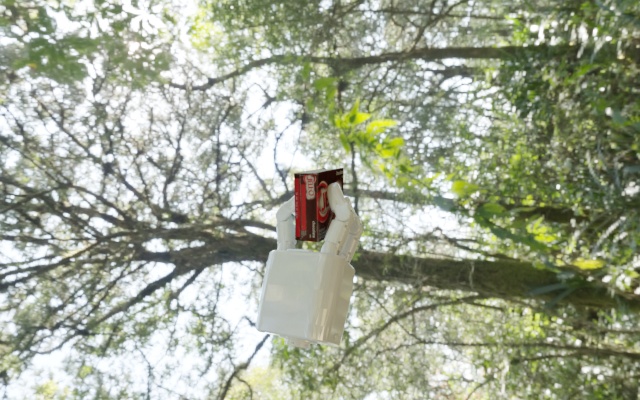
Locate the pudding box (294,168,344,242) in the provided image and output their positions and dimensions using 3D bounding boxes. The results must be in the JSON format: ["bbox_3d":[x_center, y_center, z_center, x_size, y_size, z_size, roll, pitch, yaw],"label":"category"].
[{"bbox_3d":[0.000,0.002,0.658,0.039,0.090,0.113,3,9,18],"label":"pudding box"}]
